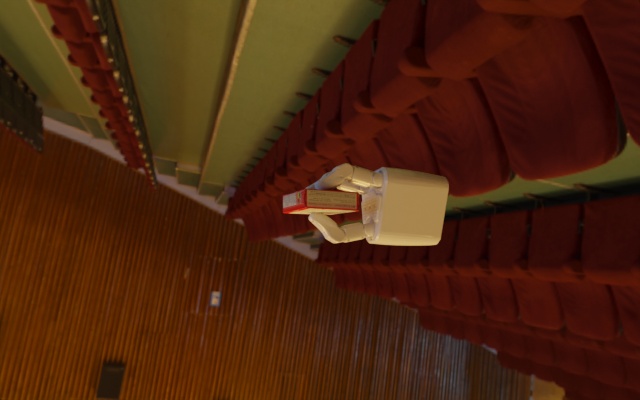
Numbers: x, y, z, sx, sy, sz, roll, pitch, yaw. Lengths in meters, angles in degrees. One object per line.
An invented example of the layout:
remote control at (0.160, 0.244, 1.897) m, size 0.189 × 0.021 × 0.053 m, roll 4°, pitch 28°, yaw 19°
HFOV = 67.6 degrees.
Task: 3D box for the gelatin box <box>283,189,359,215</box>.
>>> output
gelatin box at (0.000, 0.003, 0.687) m, size 0.089 × 0.030 × 0.073 m, roll 3°, pitch -7°, yaw -29°
